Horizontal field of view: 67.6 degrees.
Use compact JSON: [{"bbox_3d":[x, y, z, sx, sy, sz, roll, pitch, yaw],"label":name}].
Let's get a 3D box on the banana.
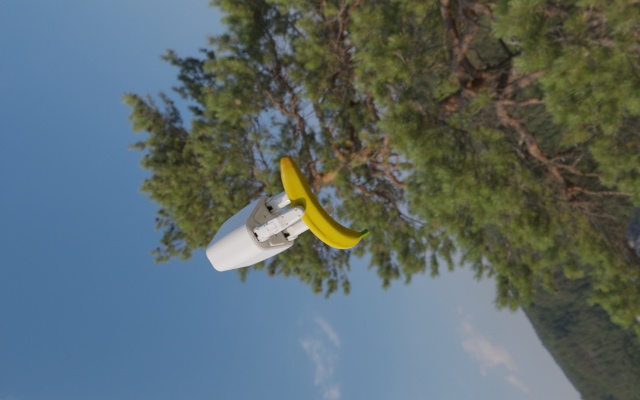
[{"bbox_3d":[-0.002,0.017,0.748,0.037,0.069,0.198,-27,-61,38],"label":"banana"}]
